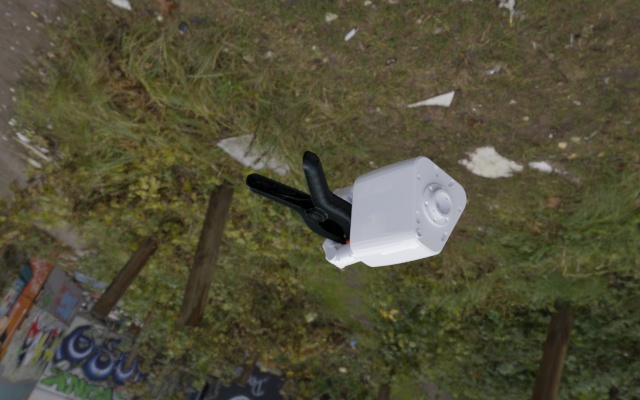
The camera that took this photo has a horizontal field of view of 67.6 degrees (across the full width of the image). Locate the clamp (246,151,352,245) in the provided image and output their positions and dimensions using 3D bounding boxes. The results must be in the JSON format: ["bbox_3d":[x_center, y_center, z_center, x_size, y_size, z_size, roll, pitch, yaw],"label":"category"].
[{"bbox_3d":[0.000,0.003,0.607,0.171,0.039,0.120,34,-30,-24],"label":"clamp"}]
